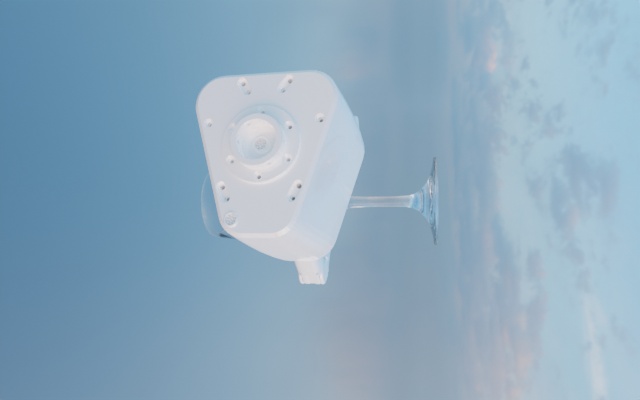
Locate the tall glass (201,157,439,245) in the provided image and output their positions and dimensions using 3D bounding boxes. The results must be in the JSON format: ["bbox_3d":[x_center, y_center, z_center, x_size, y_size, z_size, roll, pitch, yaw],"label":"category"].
[{"bbox_3d":[0.001,0.001,0.422,0.201,0.079,0.079,-1,0,12],"label":"tall glass"}]
